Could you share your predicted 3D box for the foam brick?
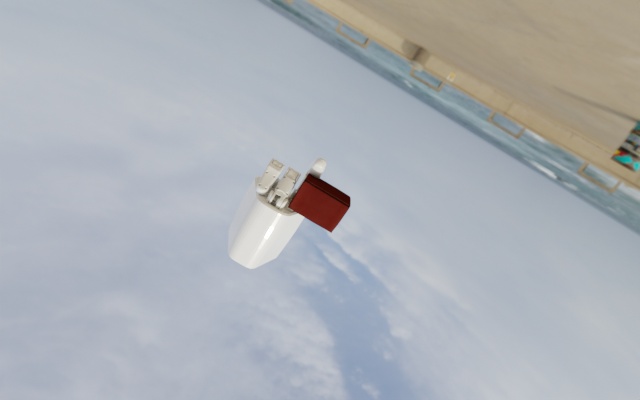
[{"bbox_3d":[0.000,0.002,0.719,0.078,0.051,0.053,31,16,-3],"label":"foam brick"}]
